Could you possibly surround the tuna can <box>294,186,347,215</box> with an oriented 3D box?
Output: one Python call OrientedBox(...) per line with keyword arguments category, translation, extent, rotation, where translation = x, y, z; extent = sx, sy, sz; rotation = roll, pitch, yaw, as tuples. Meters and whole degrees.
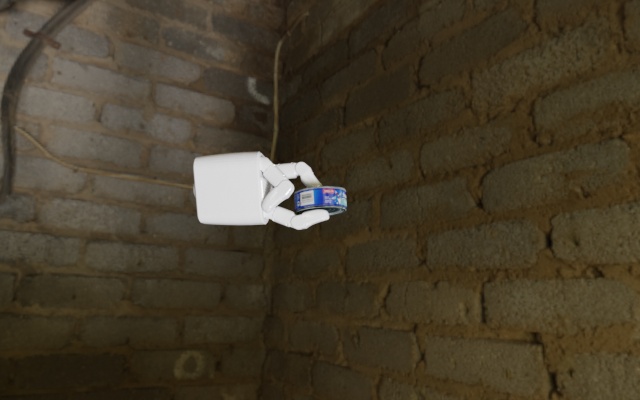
OrientedBox(category="tuna can", translation=(0.000, 0.003, 0.779), extent=(0.086, 0.033, 0.086), rotation=(-3, -12, -1))
